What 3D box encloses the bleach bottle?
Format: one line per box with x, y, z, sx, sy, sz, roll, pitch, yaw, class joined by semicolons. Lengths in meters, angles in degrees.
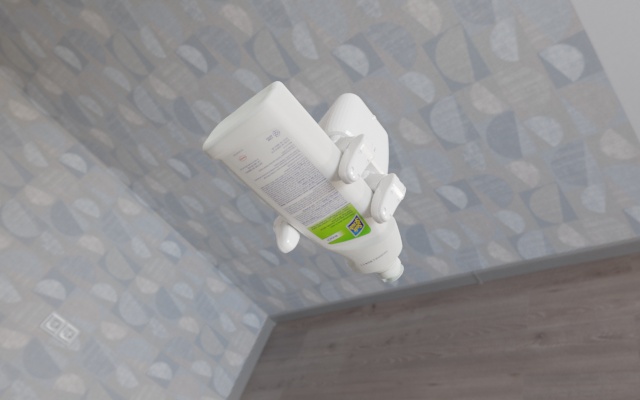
0.000;0.002;0.507;0.102;0.251;0.068;-29;26;27;bleach bottle
